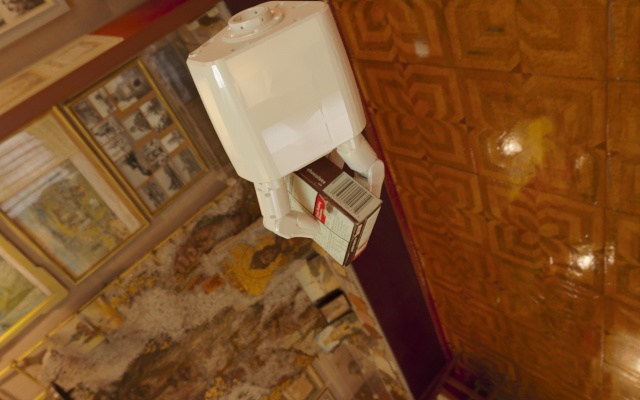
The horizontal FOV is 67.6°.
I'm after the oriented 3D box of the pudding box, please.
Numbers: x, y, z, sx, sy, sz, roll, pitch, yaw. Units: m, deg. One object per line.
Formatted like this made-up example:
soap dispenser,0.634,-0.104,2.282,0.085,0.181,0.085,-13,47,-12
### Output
pudding box,0.000,0.002,0.471,0.039,0.113,0.090,-39,-22,-26
